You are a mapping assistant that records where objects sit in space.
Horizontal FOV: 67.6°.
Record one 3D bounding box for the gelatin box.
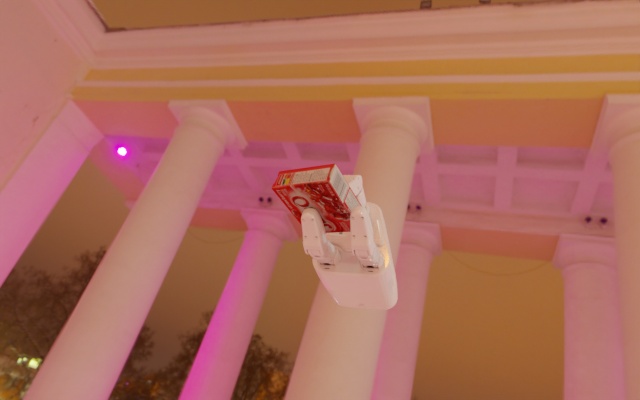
[{"bbox_3d":[0.000,0.001,0.534,0.073,0.030,0.089,-5,-42,31],"label":"gelatin box"}]
